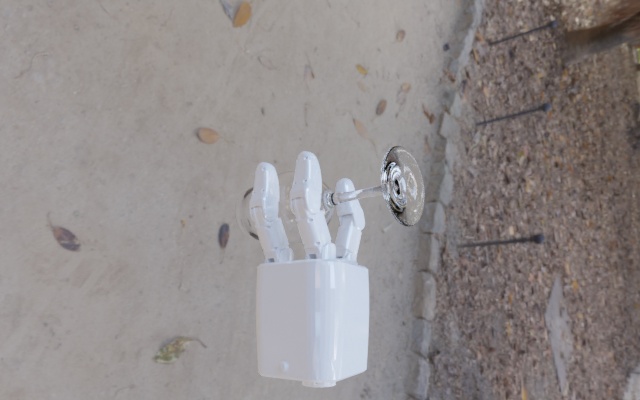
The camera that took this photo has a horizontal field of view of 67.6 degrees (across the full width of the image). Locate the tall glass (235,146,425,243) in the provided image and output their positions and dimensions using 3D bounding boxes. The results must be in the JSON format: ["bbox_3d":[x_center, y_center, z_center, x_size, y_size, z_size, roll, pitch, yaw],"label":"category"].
[{"bbox_3d":[0.001,0.001,0.494,0.201,0.079,0.079,-11,-7,39],"label":"tall glass"}]
